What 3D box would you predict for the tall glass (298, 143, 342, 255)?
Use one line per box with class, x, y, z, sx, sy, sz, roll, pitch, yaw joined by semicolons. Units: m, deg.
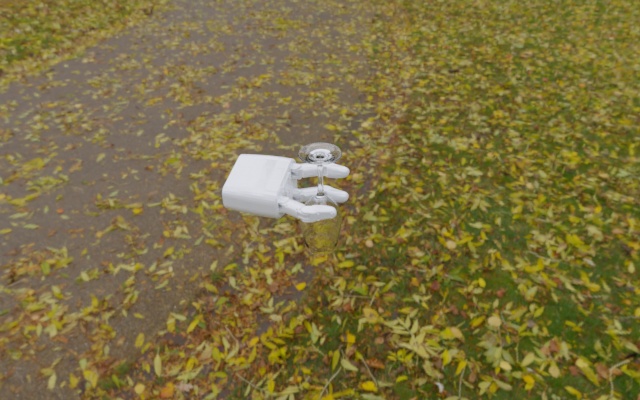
tall glass;0.000;0.002;0.854;0.079;0.201;0.079;-1;34;0
